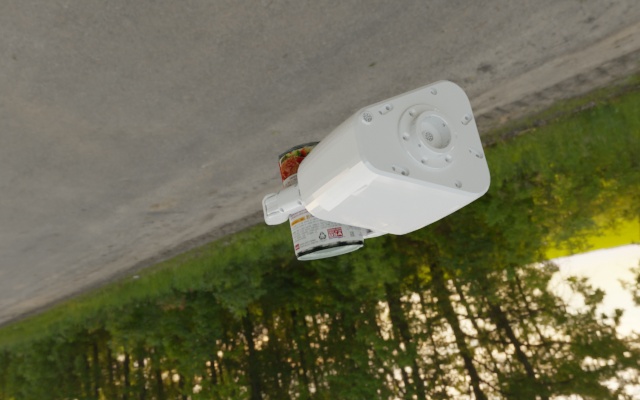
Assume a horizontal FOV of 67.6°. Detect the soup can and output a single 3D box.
[{"bbox_3d":[0.000,0.002,0.468,0.068,0.102,0.068,-11,-13,-2],"label":"soup can"}]
